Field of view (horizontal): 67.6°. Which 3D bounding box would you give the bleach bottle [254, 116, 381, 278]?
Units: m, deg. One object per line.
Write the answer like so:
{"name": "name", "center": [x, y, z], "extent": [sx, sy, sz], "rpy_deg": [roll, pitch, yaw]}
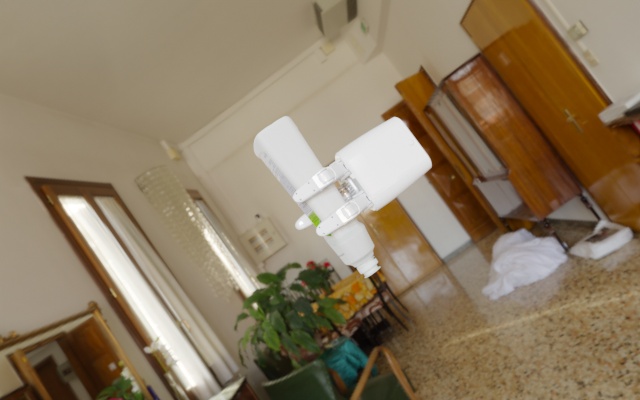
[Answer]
{"name": "bleach bottle", "center": [0.000, 0.002, 0.695], "extent": [0.068, 0.251, 0.102], "rpy_deg": [-35, -3, -10]}
